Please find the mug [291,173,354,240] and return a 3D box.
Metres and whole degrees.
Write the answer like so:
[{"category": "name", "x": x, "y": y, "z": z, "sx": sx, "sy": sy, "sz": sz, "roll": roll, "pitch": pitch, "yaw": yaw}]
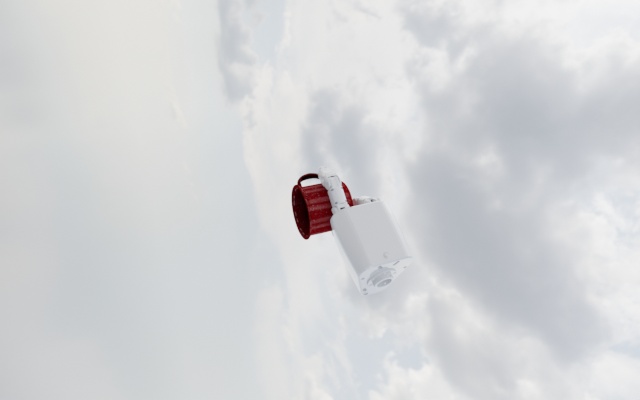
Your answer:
[{"category": "mug", "x": 0.000, "y": 0.001, "z": 0.805, "sx": 0.081, "sy": 0.117, "sz": 0.093, "roll": -12, "pitch": -32, "yaw": -19}]
